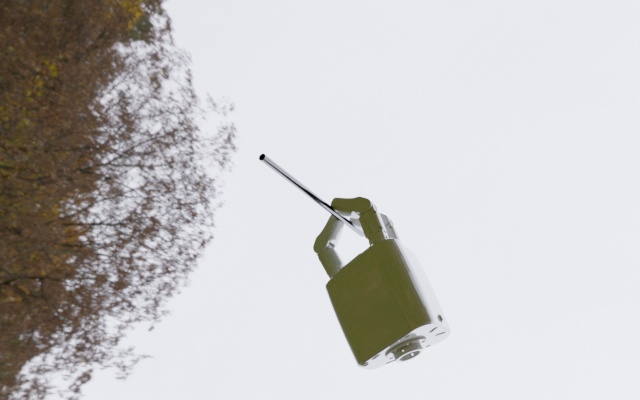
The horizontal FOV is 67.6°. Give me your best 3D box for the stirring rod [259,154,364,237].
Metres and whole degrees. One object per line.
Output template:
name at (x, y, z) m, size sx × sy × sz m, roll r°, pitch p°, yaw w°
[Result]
stirring rod at (0.000, 0.002, 0.573) m, size 0.011 × 0.011 × 0.240 m, roll 0°, pitch -22°, yaw 32°
